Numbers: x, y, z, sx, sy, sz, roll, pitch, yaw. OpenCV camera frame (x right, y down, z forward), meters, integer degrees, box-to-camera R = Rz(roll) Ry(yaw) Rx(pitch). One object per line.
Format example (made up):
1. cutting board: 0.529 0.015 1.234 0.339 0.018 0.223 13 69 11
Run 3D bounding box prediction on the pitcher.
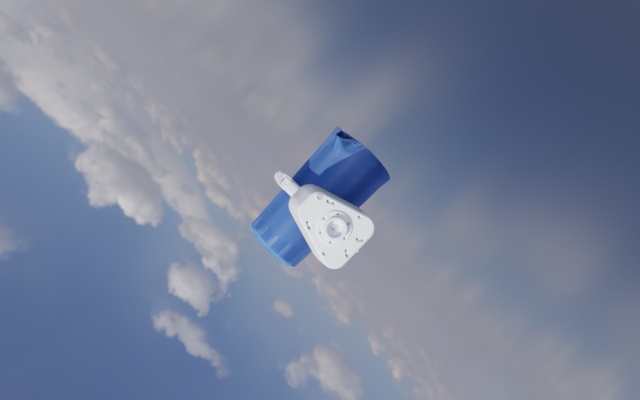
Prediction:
1. pitcher: 0.000 0.003 0.852 0.149 0.243 0.145 45 -2 -12
